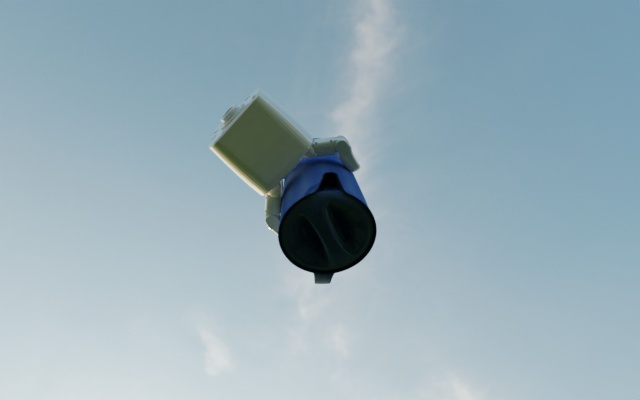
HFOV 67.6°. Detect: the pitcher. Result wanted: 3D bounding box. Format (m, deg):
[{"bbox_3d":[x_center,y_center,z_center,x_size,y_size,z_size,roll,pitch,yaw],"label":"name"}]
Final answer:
[{"bbox_3d":[0.000,0.002,0.746,0.145,0.149,0.242,42,17,-22],"label":"pitcher"}]
